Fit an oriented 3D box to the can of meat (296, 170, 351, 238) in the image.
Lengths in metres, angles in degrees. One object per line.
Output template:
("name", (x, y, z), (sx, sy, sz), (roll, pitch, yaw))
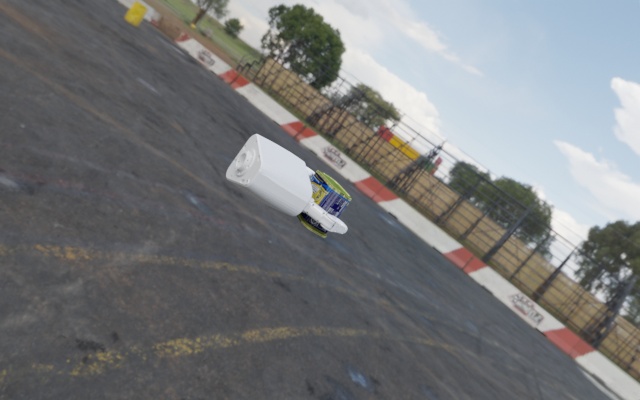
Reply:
("can of meat", (0.000, 0.003, 0.845), (0.057, 0.084, 0.102), (31, 10, -31))
